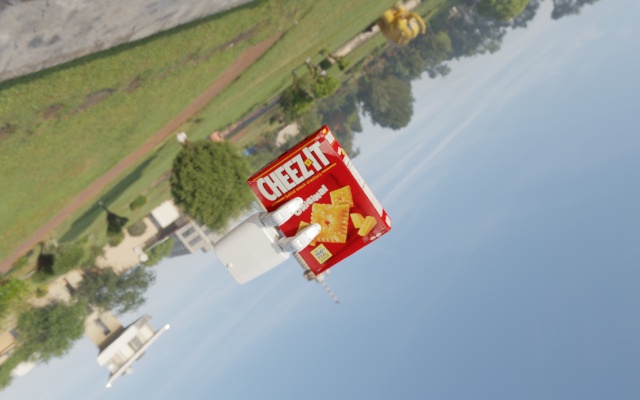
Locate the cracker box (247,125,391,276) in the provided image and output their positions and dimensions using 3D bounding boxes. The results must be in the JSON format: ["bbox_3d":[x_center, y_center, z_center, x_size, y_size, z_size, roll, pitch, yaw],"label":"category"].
[{"bbox_3d":[0.000,0.003,0.844,0.164,0.214,0.072,-33,10,15],"label":"cracker box"}]
